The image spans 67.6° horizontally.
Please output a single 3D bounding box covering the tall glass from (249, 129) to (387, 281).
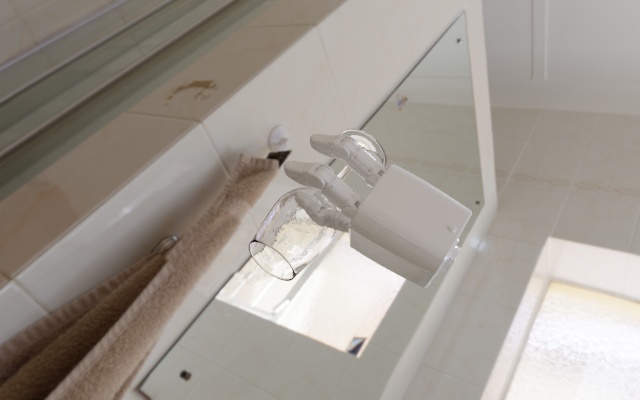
[{"bbox_3d":[0.000,0.001,0.567,0.079,0.079,0.201,0,40,45],"label":"tall glass"}]
